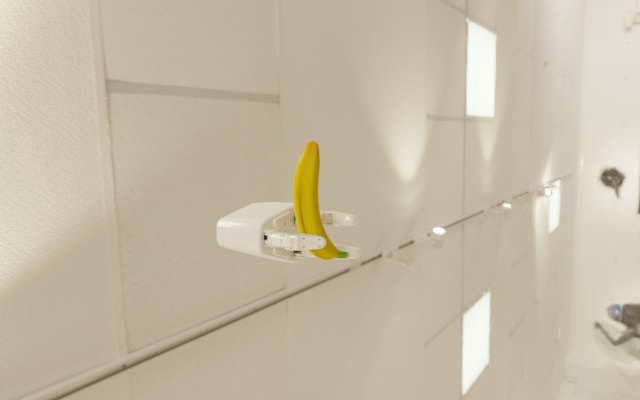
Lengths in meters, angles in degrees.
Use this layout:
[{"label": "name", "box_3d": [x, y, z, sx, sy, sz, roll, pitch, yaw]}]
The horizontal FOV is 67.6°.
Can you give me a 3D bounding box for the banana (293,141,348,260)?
[{"label": "banana", "box_3d": [-0.010, 0.013, 0.720, 0.037, 0.198, 0.069, 3, 26, 40]}]
